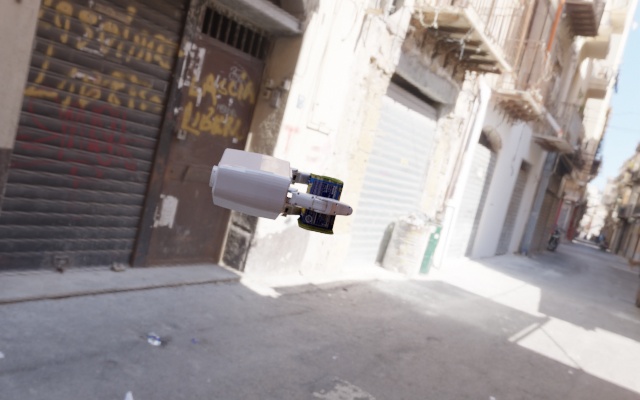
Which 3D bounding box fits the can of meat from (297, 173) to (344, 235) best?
[{"bbox_3d":[0.000,0.002,0.762,0.057,0.084,0.102,13,5,-6],"label":"can of meat"}]
